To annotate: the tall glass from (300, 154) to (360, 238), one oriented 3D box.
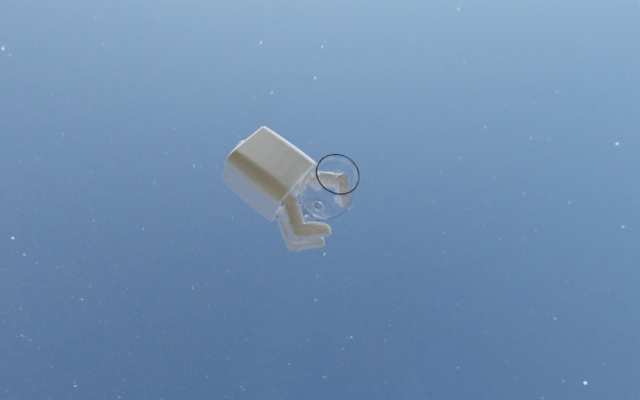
[{"bbox_3d":[0.000,0.003,0.731,0.079,0.079,0.201,0,-23,-15],"label":"tall glass"}]
